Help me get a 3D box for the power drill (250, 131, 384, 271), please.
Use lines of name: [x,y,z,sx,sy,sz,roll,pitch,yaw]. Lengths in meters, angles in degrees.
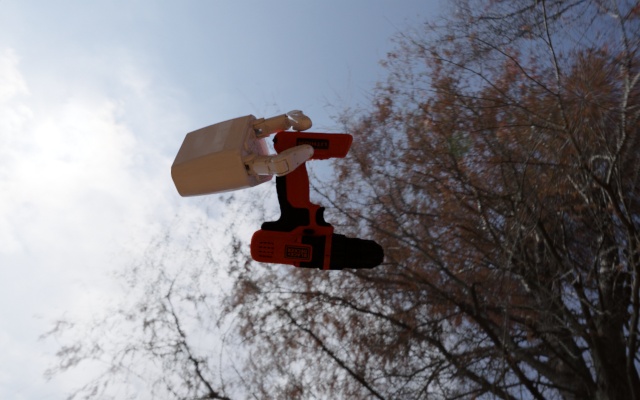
power drill: [0.000,0.002,0.646,0.184,0.187,0.057,4,5,-1]
